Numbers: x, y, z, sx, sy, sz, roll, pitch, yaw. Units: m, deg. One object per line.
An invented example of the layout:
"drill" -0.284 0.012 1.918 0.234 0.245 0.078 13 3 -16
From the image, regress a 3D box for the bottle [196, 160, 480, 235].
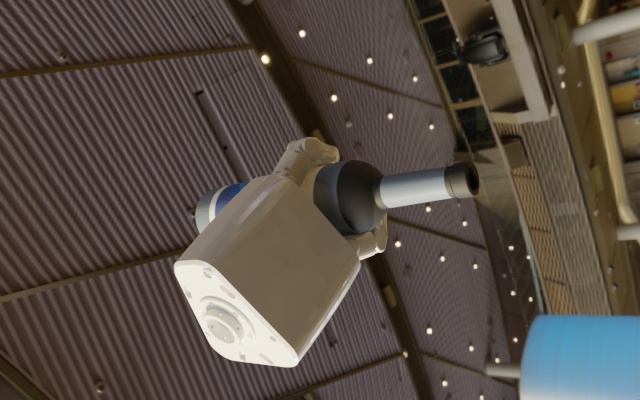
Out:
"bottle" 0.000 0.001 0.448 0.296 0.069 0.069 -9 -6 38
